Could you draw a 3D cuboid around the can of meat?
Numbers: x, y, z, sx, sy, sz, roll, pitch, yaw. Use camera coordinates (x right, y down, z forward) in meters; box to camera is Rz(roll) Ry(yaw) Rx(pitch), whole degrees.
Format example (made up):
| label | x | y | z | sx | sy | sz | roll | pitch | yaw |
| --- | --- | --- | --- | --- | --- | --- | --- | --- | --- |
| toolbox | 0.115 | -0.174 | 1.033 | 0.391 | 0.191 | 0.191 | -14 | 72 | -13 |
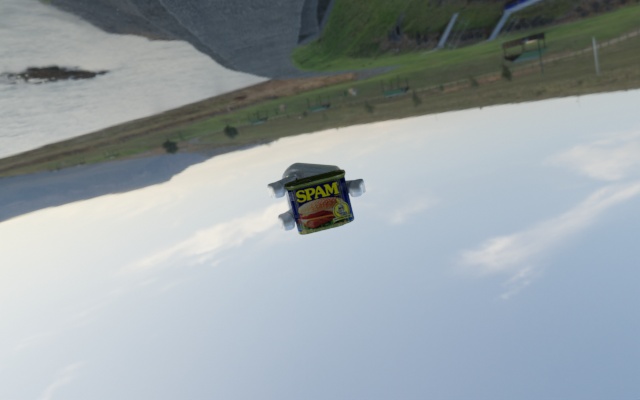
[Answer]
| label | x | y | z | sx | sy | sz | roll | pitch | yaw |
| --- | --- | --- | --- | --- | --- | --- | --- | --- | --- |
| can of meat | 0.000 | 0.003 | 0.786 | 0.102 | 0.084 | 0.057 | -14 | 12 | 1 |
